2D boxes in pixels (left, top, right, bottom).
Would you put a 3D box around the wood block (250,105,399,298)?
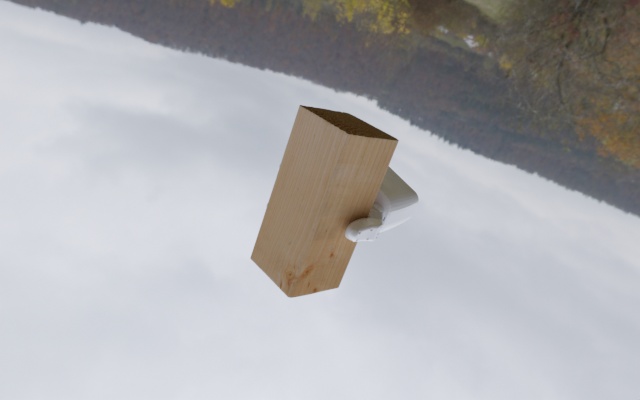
[{"bbox_3d":[0.001,0.002,0.577,0.090,0.206,0.090,-1,28,-45],"label":"wood block"}]
